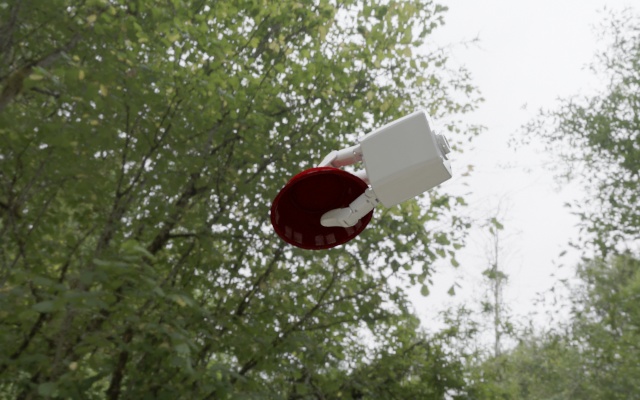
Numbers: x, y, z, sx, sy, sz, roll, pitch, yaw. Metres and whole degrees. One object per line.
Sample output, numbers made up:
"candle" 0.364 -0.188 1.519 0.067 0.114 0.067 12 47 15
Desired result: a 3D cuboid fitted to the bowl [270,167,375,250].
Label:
"bowl" -0.001 0.003 0.747 0.162 0.162 0.055 0 39 -12
